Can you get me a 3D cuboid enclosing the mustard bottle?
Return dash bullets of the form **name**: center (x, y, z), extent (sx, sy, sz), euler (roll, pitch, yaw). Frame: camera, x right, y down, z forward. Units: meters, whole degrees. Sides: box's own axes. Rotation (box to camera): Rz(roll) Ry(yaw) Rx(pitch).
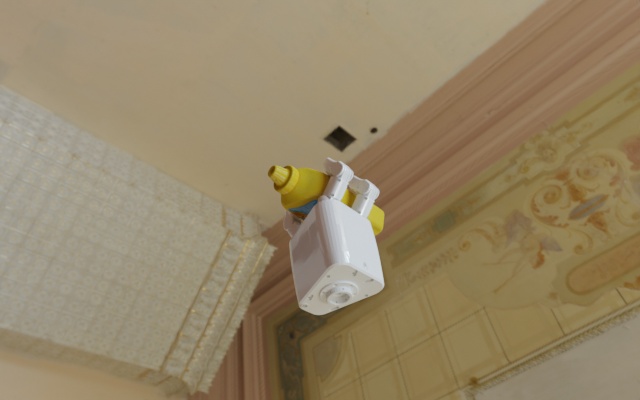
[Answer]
- **mustard bottle**: center (0.000, 0.002, 0.702), extent (0.192, 0.058, 0.096), euler (32, -34, -35)
